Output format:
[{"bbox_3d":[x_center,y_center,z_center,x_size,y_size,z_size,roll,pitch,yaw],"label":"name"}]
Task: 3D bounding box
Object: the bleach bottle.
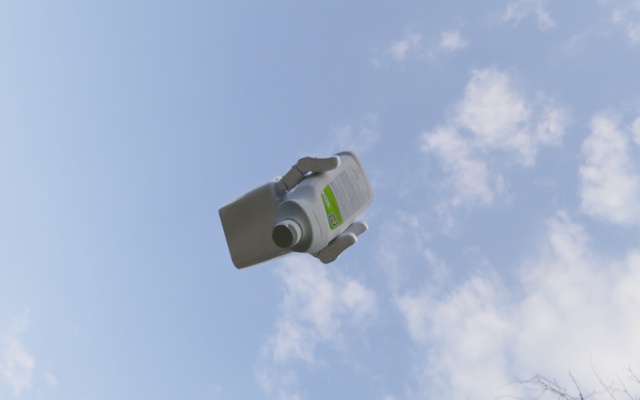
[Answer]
[{"bbox_3d":[0.000,0.002,0.657,0.068,0.102,0.250,-23,5,27],"label":"bleach bottle"}]
